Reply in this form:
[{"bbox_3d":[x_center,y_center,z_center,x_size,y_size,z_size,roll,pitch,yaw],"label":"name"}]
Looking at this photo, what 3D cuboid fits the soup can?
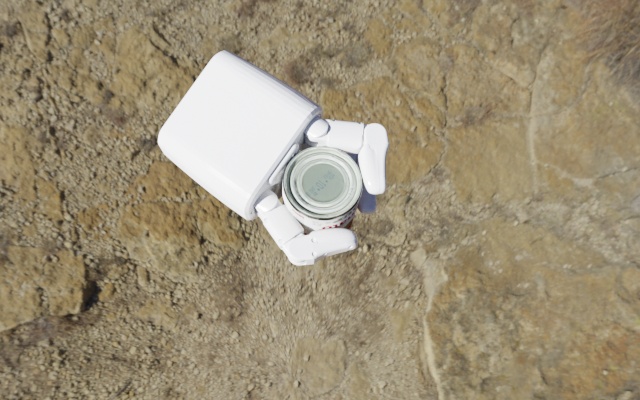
[{"bbox_3d":[0.000,0.002,0.437,0.068,0.068,0.102,0,-21,-3],"label":"soup can"}]
